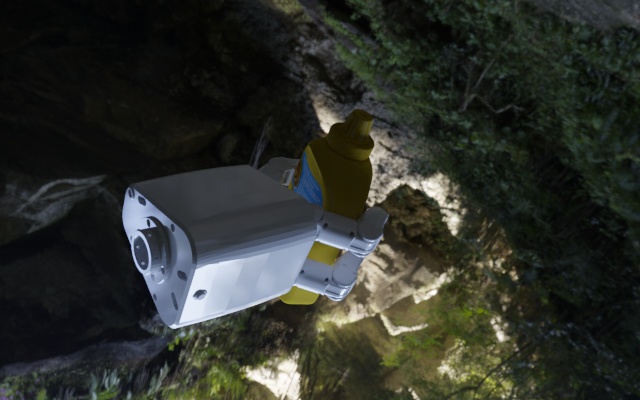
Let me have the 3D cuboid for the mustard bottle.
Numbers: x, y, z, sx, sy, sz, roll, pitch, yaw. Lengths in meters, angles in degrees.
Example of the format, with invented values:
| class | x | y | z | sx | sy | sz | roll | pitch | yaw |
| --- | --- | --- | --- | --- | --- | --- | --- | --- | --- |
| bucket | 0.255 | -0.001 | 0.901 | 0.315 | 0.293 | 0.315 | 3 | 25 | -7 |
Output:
| class | x | y | z | sx | sy | sz | roll | pitch | yaw |
| --- | --- | --- | --- | --- | --- | --- | --- | --- | --- |
| mustard bottle | 0.000 | 0.002 | 0.444 | 0.058 | 0.192 | 0.096 | 8 | 37 | -24 |
